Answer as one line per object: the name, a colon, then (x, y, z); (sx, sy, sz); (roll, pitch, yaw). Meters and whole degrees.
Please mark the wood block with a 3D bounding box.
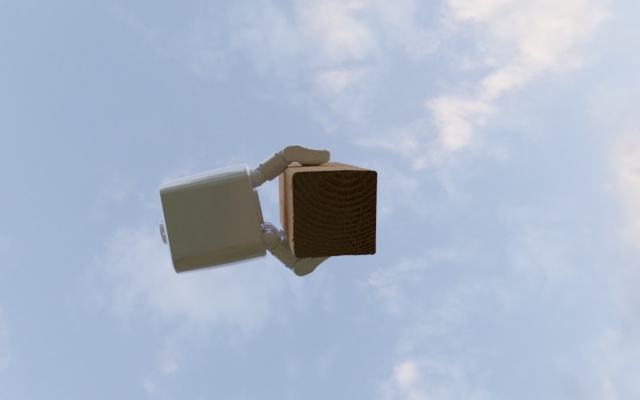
wood block: (0.000, 0.002, 0.586); (0.090, 0.091, 0.206); (-2, 7, -9)
